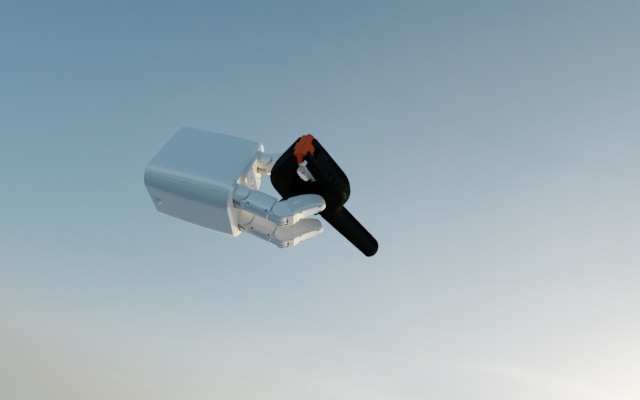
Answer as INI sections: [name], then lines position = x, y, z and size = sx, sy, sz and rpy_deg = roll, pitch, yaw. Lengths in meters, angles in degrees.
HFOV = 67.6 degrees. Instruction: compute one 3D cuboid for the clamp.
[clamp]
position = 0.000, 0.001, 0.573
size = 0.164, 0.036, 0.210
rpy_deg = 16, -30, 7
